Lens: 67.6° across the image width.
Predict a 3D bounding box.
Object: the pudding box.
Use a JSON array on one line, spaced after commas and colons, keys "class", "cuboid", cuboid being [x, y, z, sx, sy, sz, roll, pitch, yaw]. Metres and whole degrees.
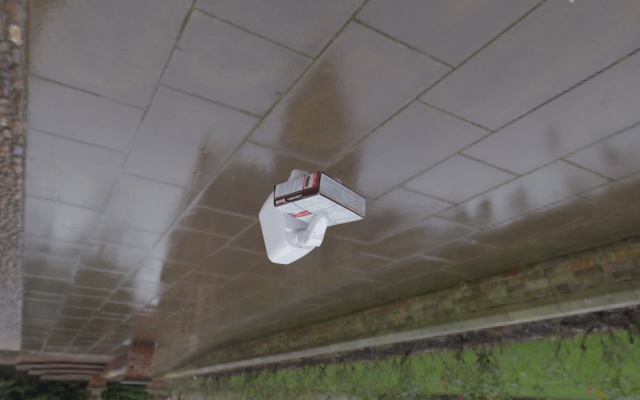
[{"class": "pudding box", "cuboid": [0.000, 0.002, 0.701, 0.090, 0.039, 0.113, -16, -28, 36]}]
